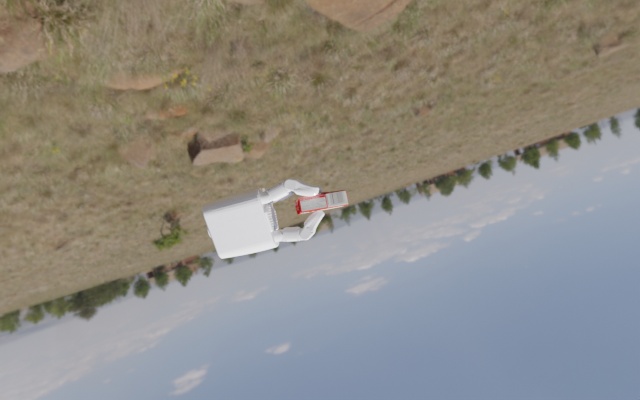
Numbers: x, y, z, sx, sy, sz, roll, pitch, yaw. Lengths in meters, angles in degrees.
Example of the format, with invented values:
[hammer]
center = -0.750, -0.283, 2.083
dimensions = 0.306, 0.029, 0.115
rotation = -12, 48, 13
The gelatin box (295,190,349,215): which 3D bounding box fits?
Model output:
[gelatin box]
center = 0.001, 0.003, 0.860
dimensions = 0.089, 0.030, 0.073
rotation = -10, -2, -7
